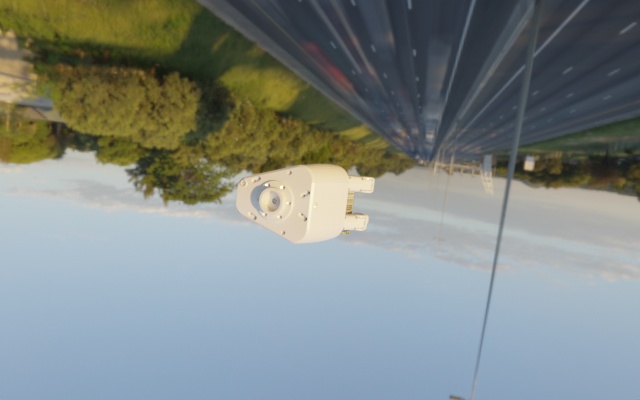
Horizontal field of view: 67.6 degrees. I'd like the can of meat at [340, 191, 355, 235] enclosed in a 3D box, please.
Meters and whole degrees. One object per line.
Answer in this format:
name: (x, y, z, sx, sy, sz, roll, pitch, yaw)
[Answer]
can of meat: (0.000, 0.003, 0.712, 0.102, 0.084, 0.057, 9, 5, 20)
